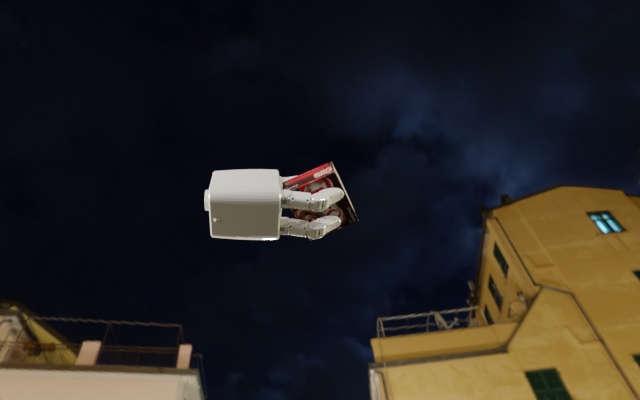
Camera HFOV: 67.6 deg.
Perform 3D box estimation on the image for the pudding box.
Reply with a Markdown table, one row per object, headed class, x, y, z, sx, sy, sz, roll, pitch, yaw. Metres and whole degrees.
| class | x | y | z | sx | sy | sz | roll | pitch | yaw |
| --- | --- | --- | --- | --- | --- | --- | --- | --- | --- |
| pudding box | 0.000 | 0.002 | 0.777 | 0.090 | 0.114 | 0.039 | -23 | 38 | 8 |
